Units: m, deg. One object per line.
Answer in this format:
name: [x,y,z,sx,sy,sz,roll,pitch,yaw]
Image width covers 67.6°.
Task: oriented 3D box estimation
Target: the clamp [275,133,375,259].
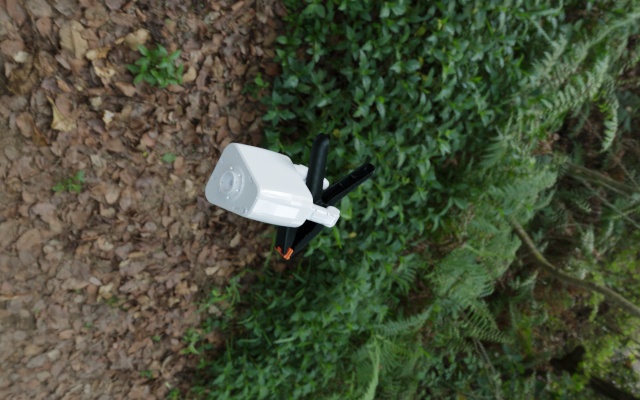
clamp: [0.000,0.003,0.770,0.164,0.210,0.036,12,22,-51]
